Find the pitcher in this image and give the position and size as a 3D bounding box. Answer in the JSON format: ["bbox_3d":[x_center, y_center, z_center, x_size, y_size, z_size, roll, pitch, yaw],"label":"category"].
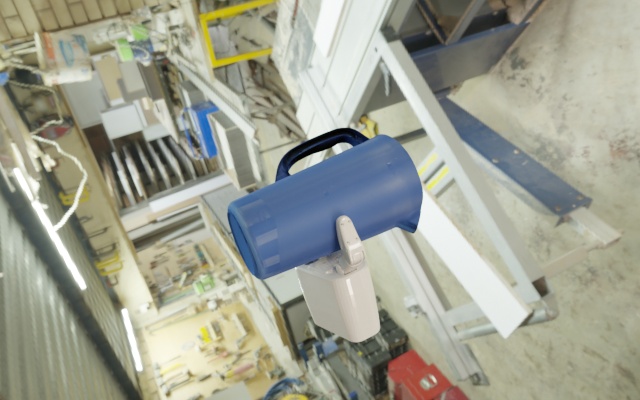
[{"bbox_3d":[0.000,0.002,0.645,0.243,0.145,0.149,-22,23,-19],"label":"pitcher"}]
